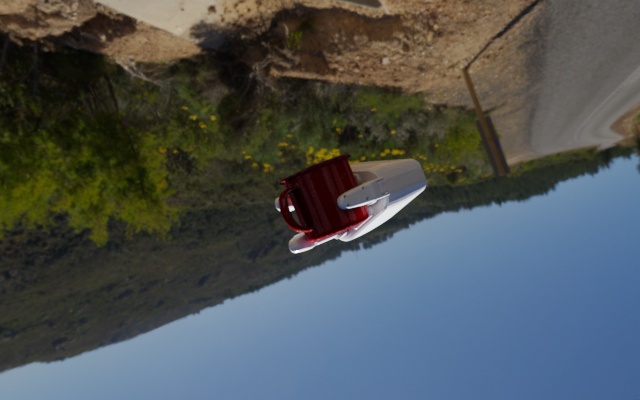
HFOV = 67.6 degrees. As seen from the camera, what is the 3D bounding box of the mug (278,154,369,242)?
[{"bbox_3d":[-0.001,0.002,0.569,0.093,0.081,0.117,-23,-2,44],"label":"mug"}]
